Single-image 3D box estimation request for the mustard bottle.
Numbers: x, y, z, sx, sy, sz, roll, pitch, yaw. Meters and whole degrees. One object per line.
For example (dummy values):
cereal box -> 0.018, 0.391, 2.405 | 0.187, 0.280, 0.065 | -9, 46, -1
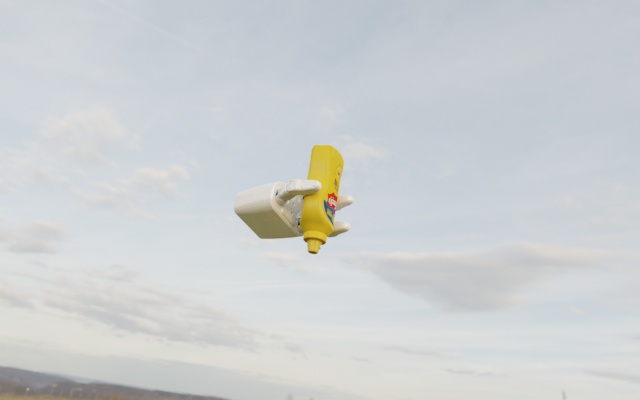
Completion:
mustard bottle -> 0.000, 0.003, 0.853 | 0.058, 0.191, 0.096 | 3, -25, 15
